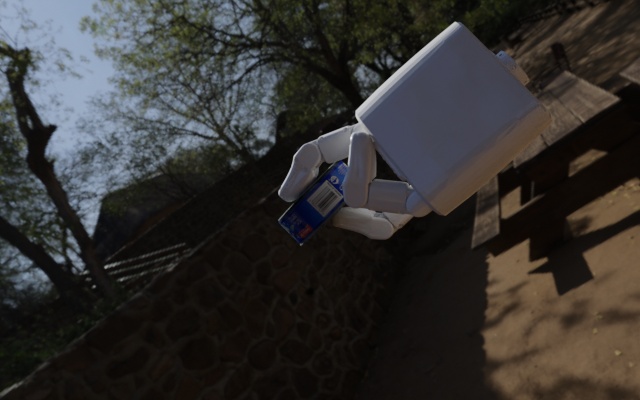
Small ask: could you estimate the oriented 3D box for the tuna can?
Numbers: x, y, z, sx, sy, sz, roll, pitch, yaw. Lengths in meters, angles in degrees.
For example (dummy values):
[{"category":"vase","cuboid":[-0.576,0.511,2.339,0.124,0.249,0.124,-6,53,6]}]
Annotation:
[{"category":"tuna can","cuboid":[0.000,0.001,0.454,0.034,0.086,0.086,45,1,-1]}]
